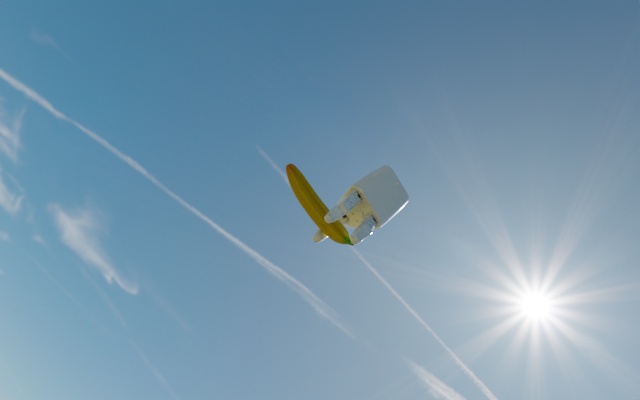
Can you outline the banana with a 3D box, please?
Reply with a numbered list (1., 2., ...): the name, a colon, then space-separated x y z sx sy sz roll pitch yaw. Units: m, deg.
1. banana: -0.002 0.014 0.908 0.037 0.197 0.070 -34 -14 -28
